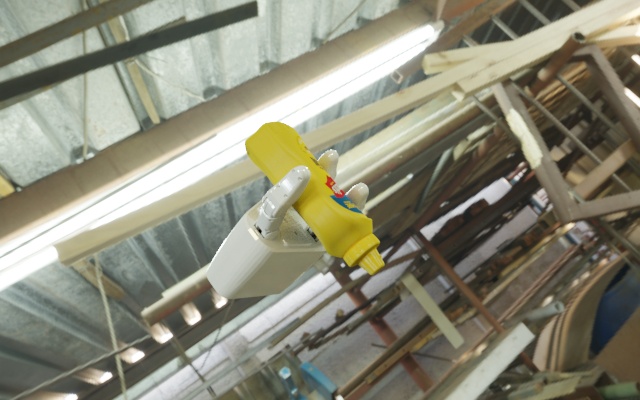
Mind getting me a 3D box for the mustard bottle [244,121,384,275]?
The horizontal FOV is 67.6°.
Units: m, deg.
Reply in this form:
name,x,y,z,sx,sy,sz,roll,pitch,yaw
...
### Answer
name,x,y,z,sx,sy,sz,roll,pitch,yaw
mustard bottle,0.000,0.001,0.517,0.058,0.191,0.096,-42,-16,8
